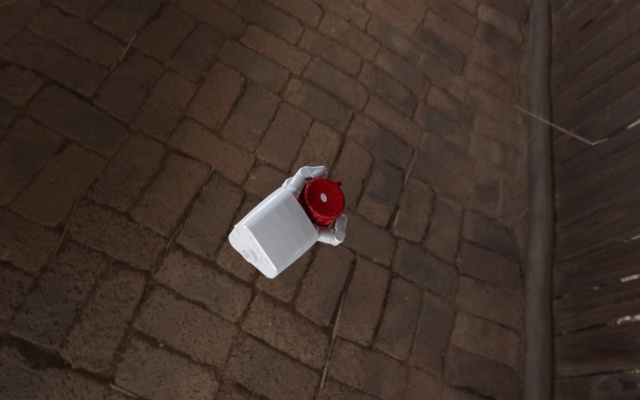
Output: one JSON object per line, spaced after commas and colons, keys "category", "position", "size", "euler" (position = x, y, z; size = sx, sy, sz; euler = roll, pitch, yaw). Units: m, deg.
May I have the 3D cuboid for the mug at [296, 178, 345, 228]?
{"category": "mug", "position": [0.001, 0.002, 0.873], "size": [0.117, 0.093, 0.081], "euler": [-43, 0, -33]}
